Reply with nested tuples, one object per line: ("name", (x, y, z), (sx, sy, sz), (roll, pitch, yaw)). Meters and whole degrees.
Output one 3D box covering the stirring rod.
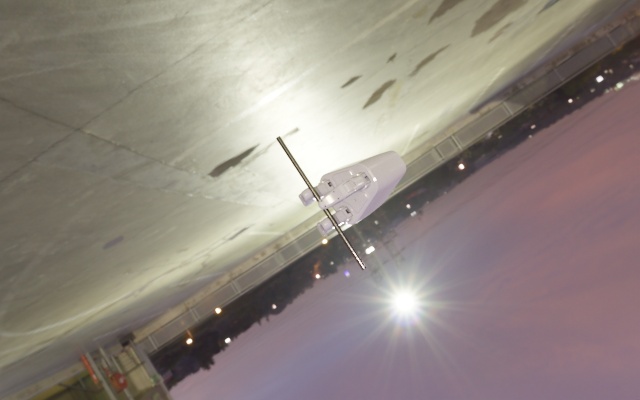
("stirring rod", (0.000, 0.002, 0.726), (0.011, 0.239, 0.011), (-33, -5, -3))
